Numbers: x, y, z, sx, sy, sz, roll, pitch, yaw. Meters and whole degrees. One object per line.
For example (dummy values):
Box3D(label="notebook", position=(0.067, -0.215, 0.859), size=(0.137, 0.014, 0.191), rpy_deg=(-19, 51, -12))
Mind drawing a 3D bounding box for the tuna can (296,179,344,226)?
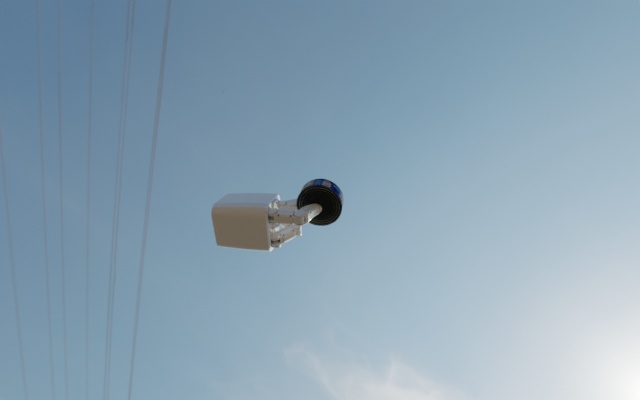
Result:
Box3D(label="tuna can", position=(0.000, 0.003, 0.894), size=(0.086, 0.086, 0.033), rpy_deg=(0, 29, 12))
